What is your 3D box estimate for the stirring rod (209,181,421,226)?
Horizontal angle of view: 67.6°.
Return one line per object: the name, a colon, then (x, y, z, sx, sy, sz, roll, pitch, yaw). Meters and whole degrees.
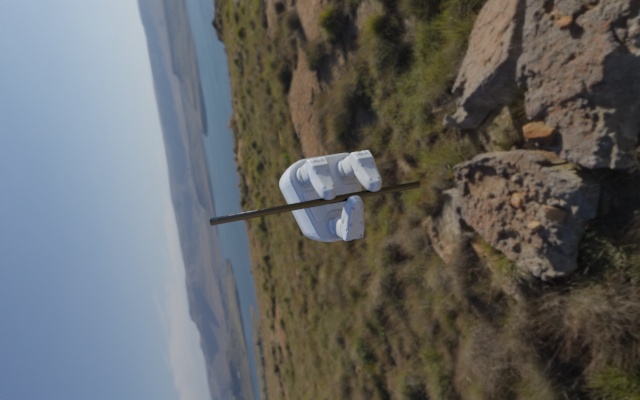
stirring rod: (0.000, 0.002, 0.524, 0.239, 0.011, 0.011, -10, 3, -15)
